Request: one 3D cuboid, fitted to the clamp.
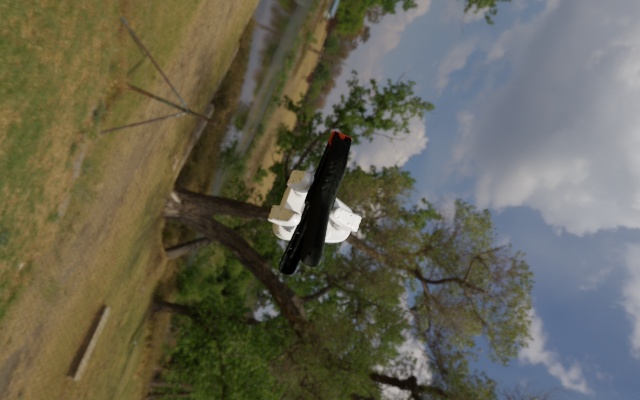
[{"bbox_3d":[0.001,0.002,0.630,0.036,0.210,0.164,22,-10,-11],"label":"clamp"}]
